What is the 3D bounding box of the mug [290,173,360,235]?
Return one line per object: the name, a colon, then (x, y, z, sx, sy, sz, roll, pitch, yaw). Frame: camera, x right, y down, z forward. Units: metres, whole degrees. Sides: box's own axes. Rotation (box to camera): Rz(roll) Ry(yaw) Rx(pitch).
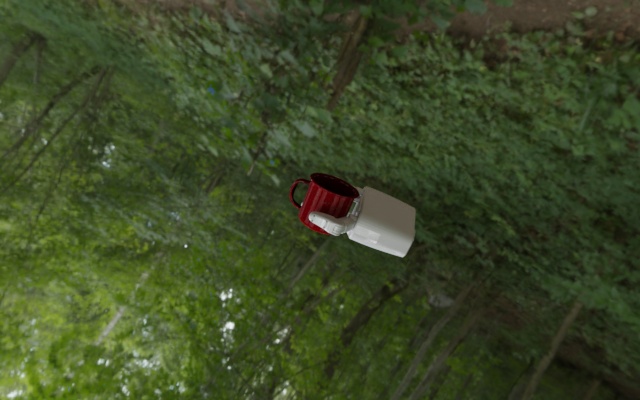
mug: (-0.001, 0.002, 0.850, 0.117, 0.081, 0.093, 22, 20, -1)
